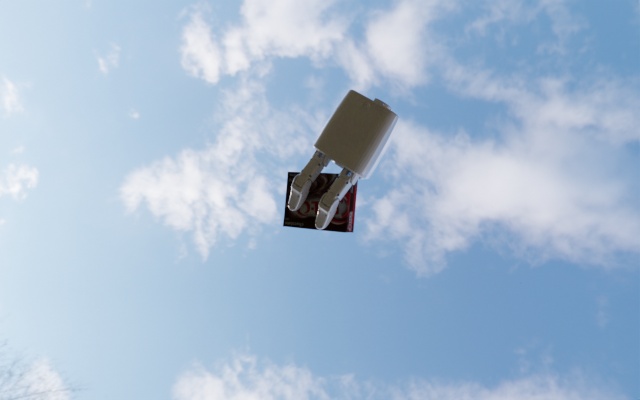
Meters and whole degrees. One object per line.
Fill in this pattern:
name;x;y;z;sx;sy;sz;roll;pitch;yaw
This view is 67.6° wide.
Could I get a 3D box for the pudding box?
pudding box;0.000;0.002;0.759;0.113;0.090;0.039;4;-4;25
